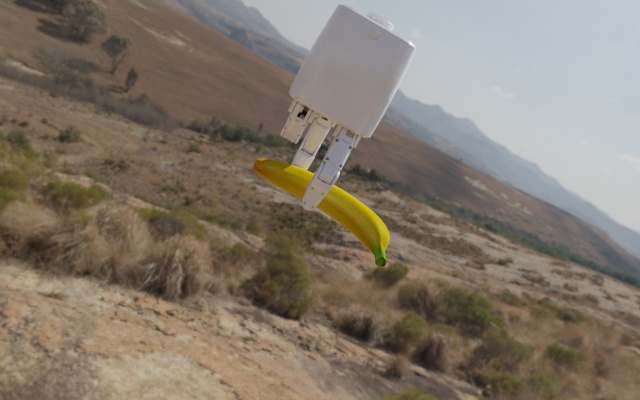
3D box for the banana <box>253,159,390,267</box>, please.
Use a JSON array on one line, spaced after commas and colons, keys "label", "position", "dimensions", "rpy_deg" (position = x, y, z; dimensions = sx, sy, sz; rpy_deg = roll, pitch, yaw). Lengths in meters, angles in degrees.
[{"label": "banana", "position": [0.010, 0.003, 0.567], "dimensions": [0.197, 0.037, 0.069], "rpy_deg": [35, 16, 17]}]
